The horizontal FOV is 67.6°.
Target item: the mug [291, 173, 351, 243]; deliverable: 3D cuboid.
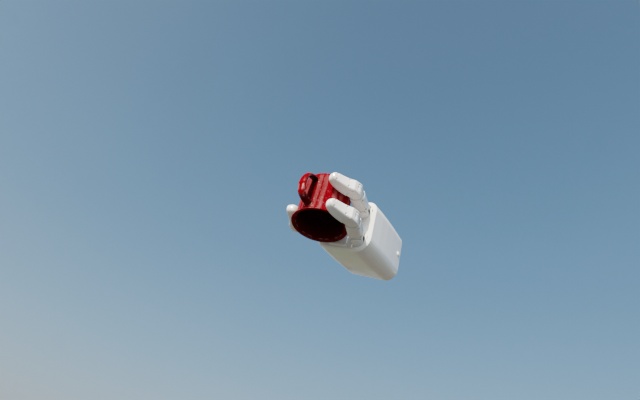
[{"bbox_3d":[-0.001,0.002,0.777,0.093,0.081,0.117,-13,-45,33],"label":"mug"}]
